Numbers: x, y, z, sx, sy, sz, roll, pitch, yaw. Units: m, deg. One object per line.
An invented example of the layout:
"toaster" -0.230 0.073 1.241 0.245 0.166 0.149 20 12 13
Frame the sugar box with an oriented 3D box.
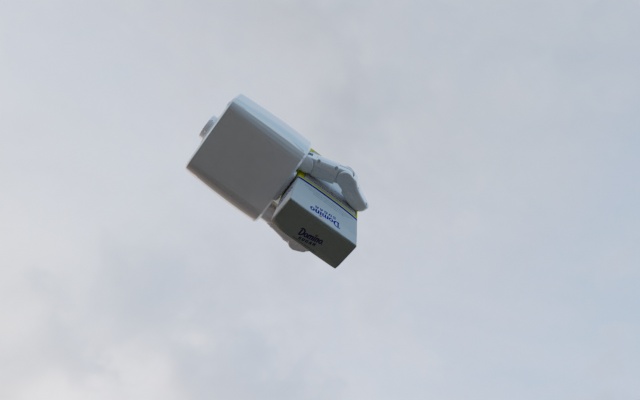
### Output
"sugar box" 0.000 0.002 0.590 0.093 0.048 0.176 37 25 -10
